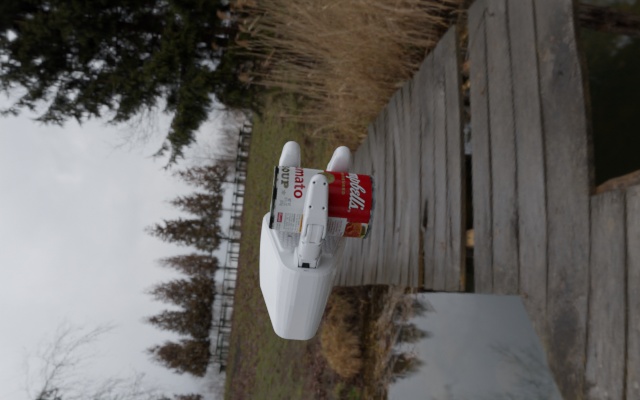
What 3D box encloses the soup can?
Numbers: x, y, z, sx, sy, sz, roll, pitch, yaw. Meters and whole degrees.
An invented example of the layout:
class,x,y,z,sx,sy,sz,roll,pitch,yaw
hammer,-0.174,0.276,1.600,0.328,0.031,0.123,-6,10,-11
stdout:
class,x,y,z,sx,sy,sz,roll,pitch,yaw
soup can,0.000,0.001,0.497,0.102,0.068,0.068,6,-1,-6
